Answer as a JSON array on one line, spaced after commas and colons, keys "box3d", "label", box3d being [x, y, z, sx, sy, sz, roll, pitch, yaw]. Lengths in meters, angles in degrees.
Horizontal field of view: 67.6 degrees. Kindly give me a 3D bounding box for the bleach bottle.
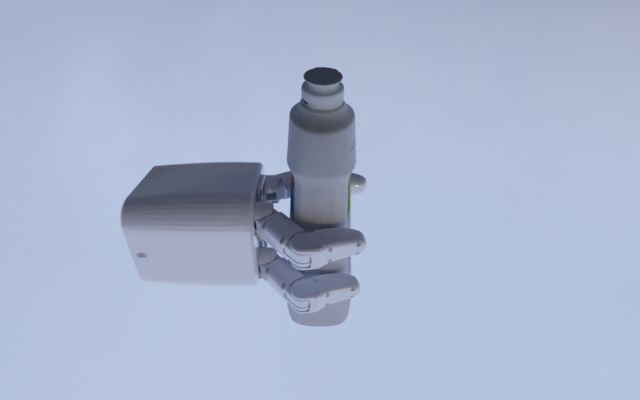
[{"box3d": [0.000, 0.001, 0.423, 0.068, 0.251, 0.102, 1, 41, -1], "label": "bleach bottle"}]
